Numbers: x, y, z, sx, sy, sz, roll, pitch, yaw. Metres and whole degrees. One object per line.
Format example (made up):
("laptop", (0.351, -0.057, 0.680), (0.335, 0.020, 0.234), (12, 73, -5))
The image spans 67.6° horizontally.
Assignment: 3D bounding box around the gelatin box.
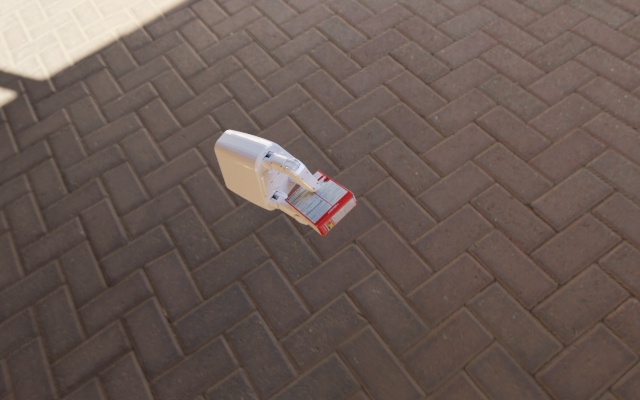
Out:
("gelatin box", (0.000, 0.002, 0.723), (0.089, 0.073, 0.030), (36, -16, 43))
